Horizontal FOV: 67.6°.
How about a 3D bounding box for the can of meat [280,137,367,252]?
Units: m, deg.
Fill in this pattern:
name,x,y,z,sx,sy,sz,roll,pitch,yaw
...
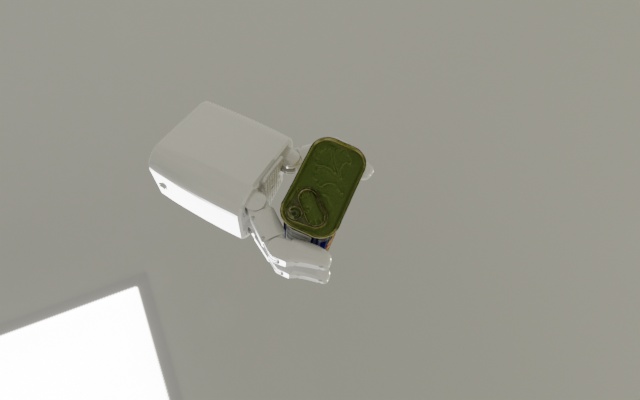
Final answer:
name,x,y,z,sx,sy,sz,roll,pitch,yaw
can of meat,0.000,0.002,0.483,0.057,0.102,0.084,24,-23,4
